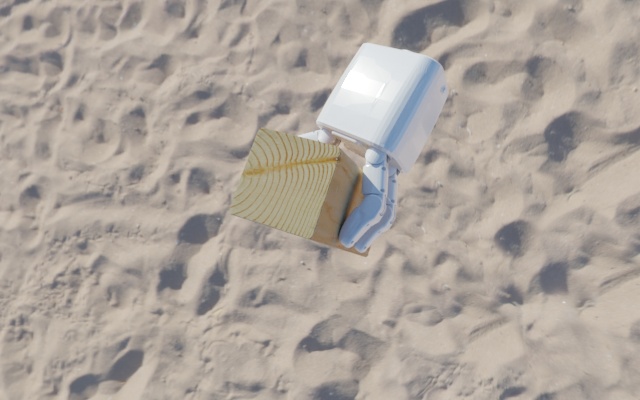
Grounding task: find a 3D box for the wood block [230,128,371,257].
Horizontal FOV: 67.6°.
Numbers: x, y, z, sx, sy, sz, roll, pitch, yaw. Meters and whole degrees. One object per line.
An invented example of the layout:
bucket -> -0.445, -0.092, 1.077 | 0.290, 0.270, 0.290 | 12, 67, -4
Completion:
wood block -> 0.000, 0.001, 0.532 | 0.091, 0.090, 0.206 | 17, -5, 22
